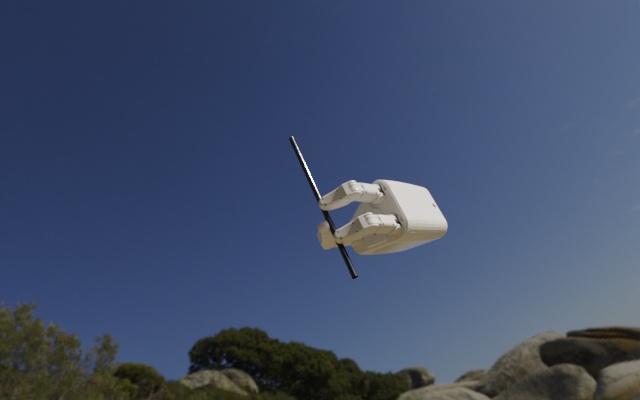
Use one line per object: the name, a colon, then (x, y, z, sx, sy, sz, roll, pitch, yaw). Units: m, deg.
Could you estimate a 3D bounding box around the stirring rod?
stirring rod: (0.000, 0.002, 0.667, 0.011, 0.239, 0.011, -19, -29, -11)
